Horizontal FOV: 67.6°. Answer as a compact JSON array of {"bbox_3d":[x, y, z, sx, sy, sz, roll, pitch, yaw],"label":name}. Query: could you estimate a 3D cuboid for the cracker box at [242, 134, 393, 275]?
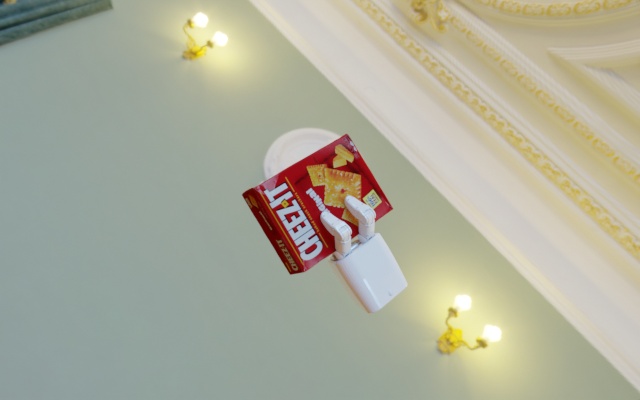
[{"bbox_3d":[0.000,0.003,0.833,0.213,0.164,0.072,-33,4,-27],"label":"cracker box"}]
